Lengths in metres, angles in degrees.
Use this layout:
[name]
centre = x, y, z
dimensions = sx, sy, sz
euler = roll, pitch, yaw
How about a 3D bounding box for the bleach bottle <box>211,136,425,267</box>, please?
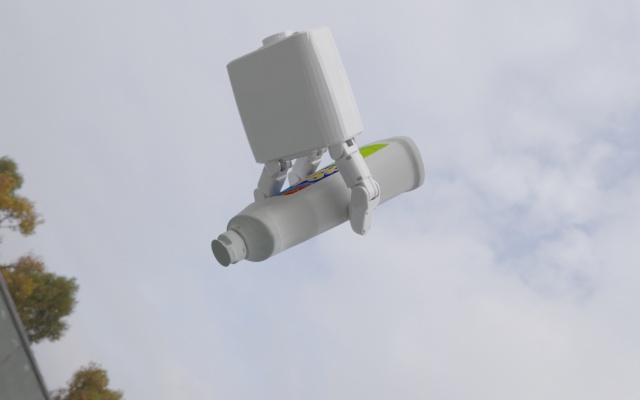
[bleach bottle]
centre = 0.000, 0.002, 0.506
dimensions = 0.250, 0.068, 0.102
euler = -28, 14, -39
